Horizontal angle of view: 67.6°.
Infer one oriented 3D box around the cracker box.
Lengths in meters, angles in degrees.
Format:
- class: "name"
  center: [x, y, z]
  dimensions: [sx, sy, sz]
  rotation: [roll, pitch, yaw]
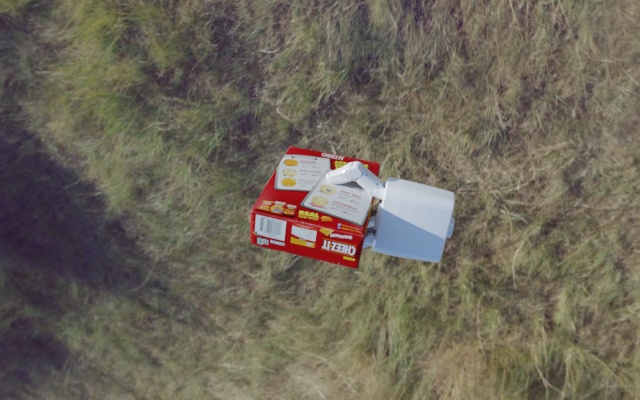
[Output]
- class: "cracker box"
  center: [0.000, 0.002, 0.757]
  dimensions: [0.164, 0.072, 0.213]
  rotation: [12, 33, 7]
